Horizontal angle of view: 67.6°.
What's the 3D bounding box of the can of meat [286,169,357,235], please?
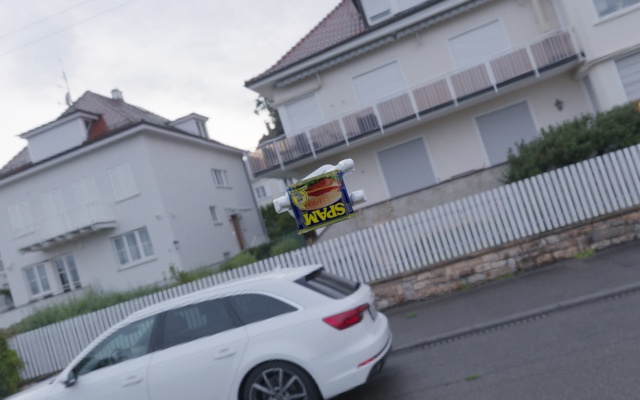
[{"bbox_3d":[0.000,0.002,0.801,0.102,0.084,0.057,-18,-4,2],"label":"can of meat"}]
